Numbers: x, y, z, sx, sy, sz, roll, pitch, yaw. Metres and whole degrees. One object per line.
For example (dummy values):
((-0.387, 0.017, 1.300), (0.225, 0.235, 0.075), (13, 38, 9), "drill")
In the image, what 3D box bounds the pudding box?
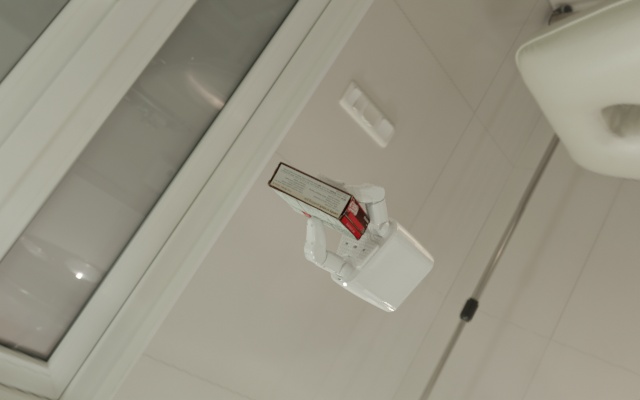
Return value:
((0.000, 0.002, 0.604), (0.113, 0.039, 0.090), (24, -12, 26), "pudding box")
